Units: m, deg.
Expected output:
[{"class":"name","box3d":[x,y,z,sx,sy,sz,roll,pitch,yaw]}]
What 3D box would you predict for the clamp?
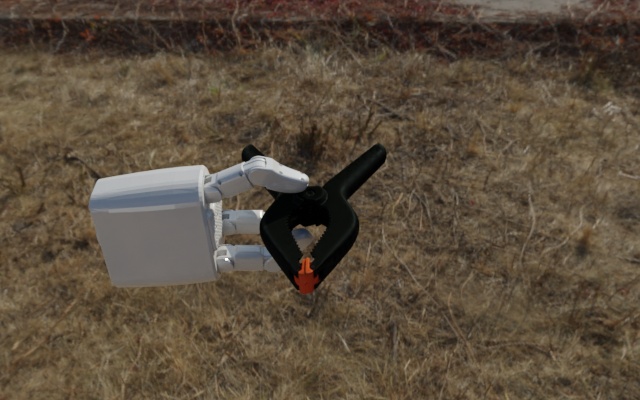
[{"class":"clamp","box3d":[0.000,0.001,0.480,0.164,0.036,0.209,-5,40,-2]}]
